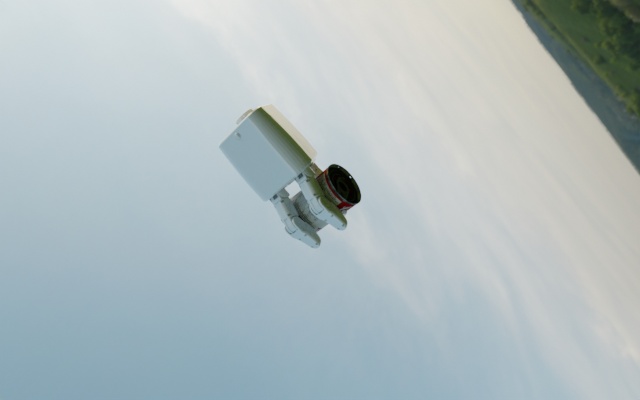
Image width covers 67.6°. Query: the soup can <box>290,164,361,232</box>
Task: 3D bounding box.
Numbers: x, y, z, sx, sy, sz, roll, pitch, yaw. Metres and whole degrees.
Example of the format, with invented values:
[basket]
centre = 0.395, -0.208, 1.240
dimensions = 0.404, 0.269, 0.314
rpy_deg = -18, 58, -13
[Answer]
[soup can]
centre = 0.000, 0.003, 0.704
dimensions = 0.102, 0.068, 0.068
rpy_deg = -37, -21, 30
